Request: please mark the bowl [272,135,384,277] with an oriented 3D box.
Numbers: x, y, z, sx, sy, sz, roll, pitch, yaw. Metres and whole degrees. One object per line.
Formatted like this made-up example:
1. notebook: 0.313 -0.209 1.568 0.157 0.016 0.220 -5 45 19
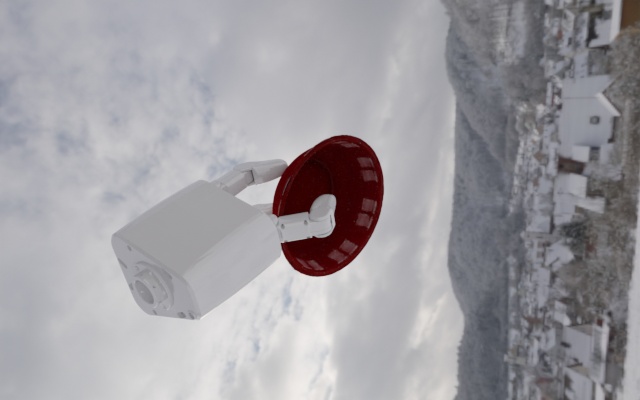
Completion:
1. bowl: 0.001 0.001 0.542 0.162 0.162 0.055 0 15 -44
